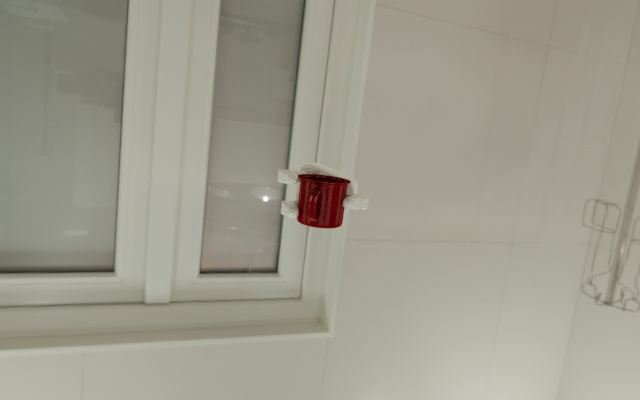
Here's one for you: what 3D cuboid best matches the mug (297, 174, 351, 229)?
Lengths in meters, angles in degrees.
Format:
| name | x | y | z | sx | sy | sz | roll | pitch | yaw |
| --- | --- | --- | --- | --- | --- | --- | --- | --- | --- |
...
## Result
| name | x | y | z | sx | sy | sz | roll | pitch | yaw |
| --- | --- | --- | --- | --- | --- | --- | --- | --- | --- |
| mug | 0.000 | 0.003 | 0.820 | 0.093 | 0.081 | 0.117 | 8 | 10 | 9 |
